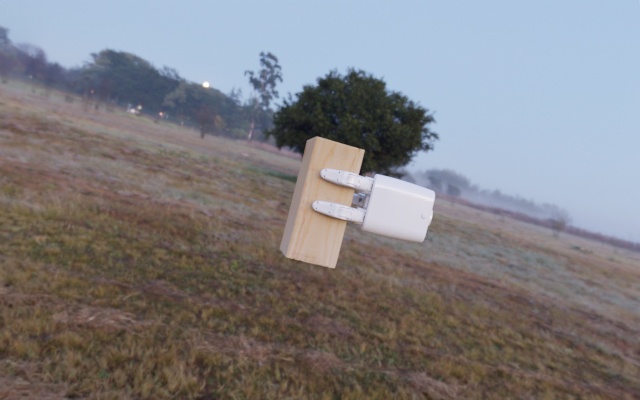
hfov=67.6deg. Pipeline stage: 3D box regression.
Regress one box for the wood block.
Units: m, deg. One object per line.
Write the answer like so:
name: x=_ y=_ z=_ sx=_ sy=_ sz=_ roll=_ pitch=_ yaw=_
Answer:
wood block: x=0.000 y=0.003 z=0.837 sx=0.090 sy=0.206 sz=0.091 roll=14 pitch=0 yaw=-11
